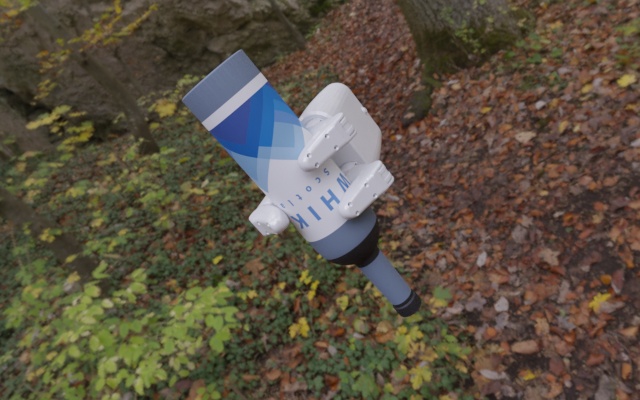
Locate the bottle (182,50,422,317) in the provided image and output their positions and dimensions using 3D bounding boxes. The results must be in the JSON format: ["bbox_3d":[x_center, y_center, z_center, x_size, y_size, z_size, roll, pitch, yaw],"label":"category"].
[{"bbox_3d":[0.000,0.001,0.444,0.069,0.296,0.069,-37,17,13],"label":"bottle"}]
